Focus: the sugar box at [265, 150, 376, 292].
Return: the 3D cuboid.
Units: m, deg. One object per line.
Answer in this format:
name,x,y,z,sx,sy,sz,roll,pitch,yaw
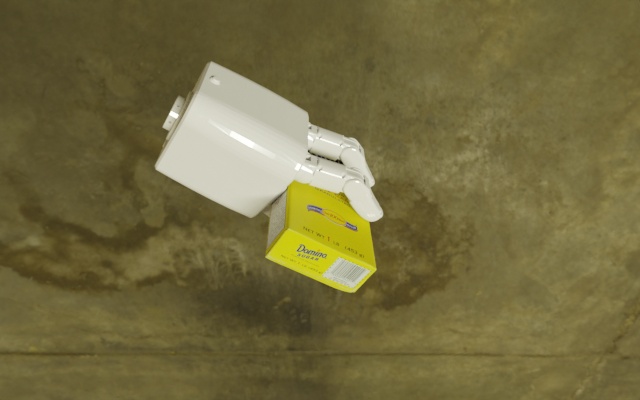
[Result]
sugar box,0.000,0.001,0.476,0.093,0.048,0.176,27,34,-21
